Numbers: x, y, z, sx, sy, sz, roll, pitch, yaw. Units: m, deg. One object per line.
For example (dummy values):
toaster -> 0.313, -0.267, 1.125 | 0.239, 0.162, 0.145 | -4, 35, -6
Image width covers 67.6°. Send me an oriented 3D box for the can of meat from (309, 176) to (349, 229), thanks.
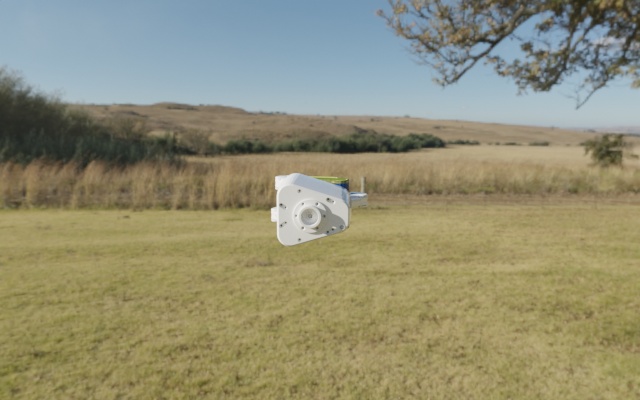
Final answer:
can of meat -> 0.000, 0.002, 0.827 | 0.102, 0.084, 0.057 | 1, 10, 5
